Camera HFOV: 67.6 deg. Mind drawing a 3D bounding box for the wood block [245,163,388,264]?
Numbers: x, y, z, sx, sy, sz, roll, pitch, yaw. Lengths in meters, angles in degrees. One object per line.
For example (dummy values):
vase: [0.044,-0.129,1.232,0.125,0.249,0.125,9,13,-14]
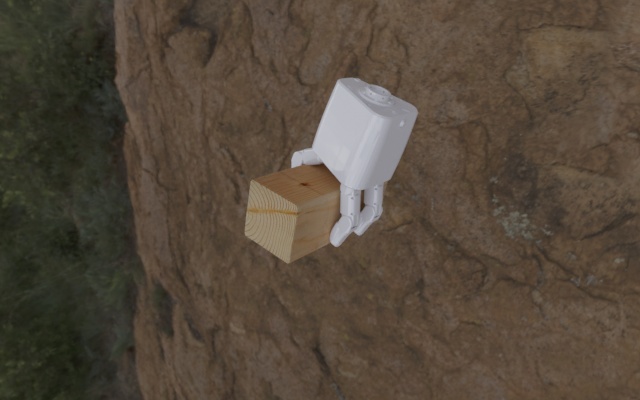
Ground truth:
wood block: [0.000,0.002,0.698,0.090,0.090,0.206,29,32,32]
